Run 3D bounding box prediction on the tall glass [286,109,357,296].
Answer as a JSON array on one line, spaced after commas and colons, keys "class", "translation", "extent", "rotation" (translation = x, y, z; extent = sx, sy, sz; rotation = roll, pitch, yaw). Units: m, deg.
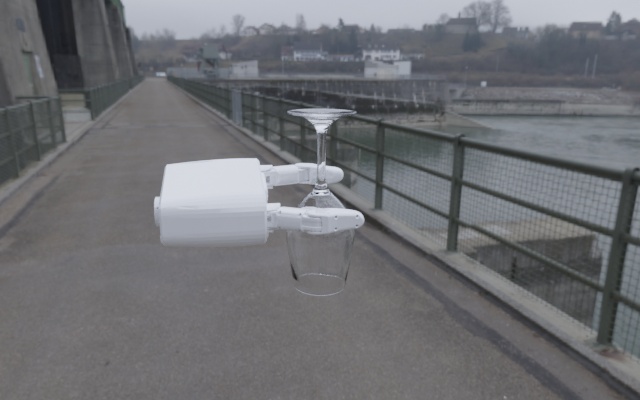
[{"class": "tall glass", "translation": [0.000, 0.001, 0.533], "extent": [0.079, 0.201, 0.079], "rotation": [0, 15, 0]}]
